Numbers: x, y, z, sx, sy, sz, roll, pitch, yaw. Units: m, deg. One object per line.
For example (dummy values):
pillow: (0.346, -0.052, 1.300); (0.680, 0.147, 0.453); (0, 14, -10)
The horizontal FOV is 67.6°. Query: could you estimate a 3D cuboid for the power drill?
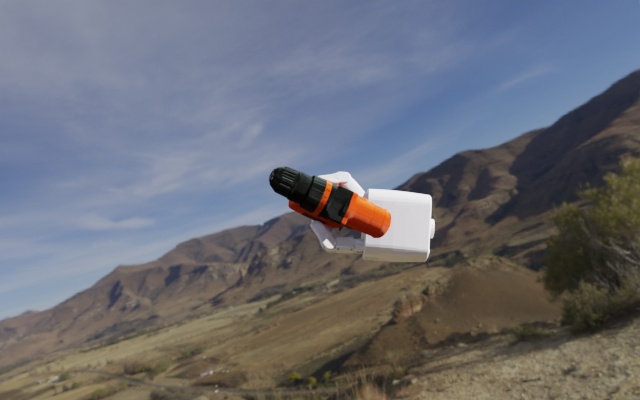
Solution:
power drill: (0.000, 0.002, 0.737); (0.184, 0.057, 0.187); (26, -4, -10)
